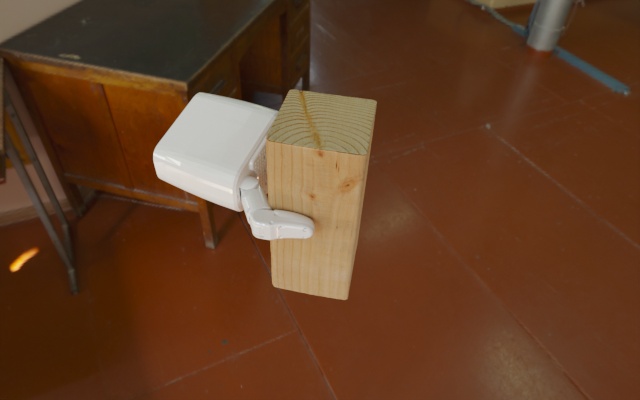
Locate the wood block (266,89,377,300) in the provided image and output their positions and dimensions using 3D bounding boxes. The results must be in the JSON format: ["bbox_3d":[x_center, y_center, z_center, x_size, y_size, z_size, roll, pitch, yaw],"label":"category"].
[{"bbox_3d":[0.000,0.002,0.503,0.090,0.206,0.090,9,43,7],"label":"wood block"}]
